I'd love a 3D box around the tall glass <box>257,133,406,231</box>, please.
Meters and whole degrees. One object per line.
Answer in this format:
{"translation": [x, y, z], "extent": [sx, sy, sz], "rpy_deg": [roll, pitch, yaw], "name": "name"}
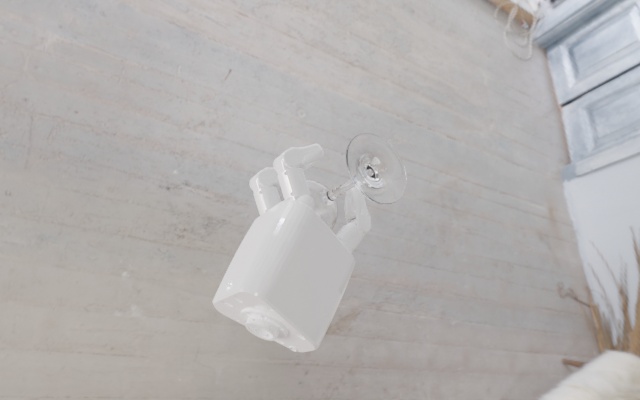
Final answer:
{"translation": [0.001, 0.001, 0.534], "extent": [0.079, 0.079, 0.201], "rpy_deg": [0, -19, -35], "name": "tall glass"}
